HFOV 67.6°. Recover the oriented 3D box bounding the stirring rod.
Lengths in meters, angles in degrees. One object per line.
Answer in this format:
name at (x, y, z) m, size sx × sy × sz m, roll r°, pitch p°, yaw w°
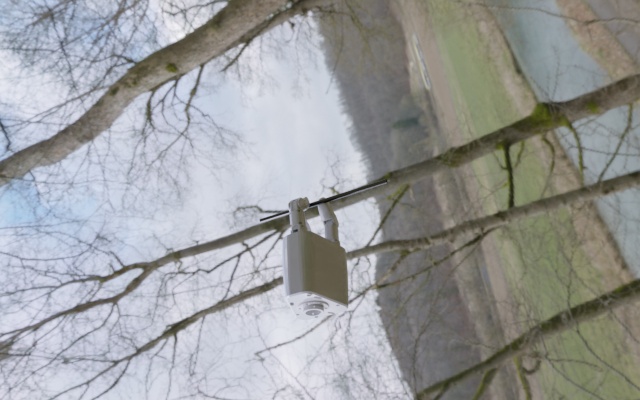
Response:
stirring rod at (0.000, 0.003, 0.823) m, size 0.239 × 0.011 × 0.011 m, roll -18°, pitch -6°, yaw 19°
